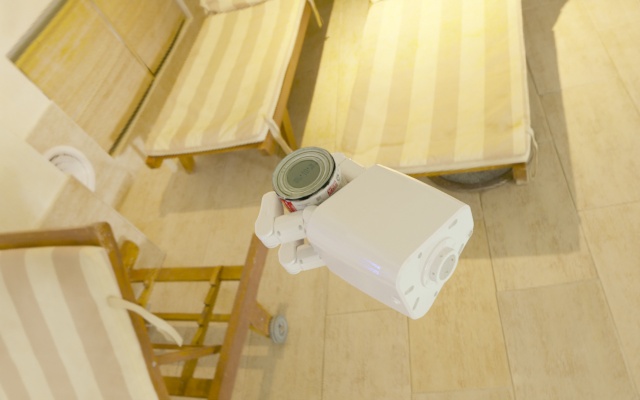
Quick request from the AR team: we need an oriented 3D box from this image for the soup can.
[{"bbox_3d":[0.000,0.001,0.497,0.068,0.068,0.102,0,-35,26],"label":"soup can"}]
